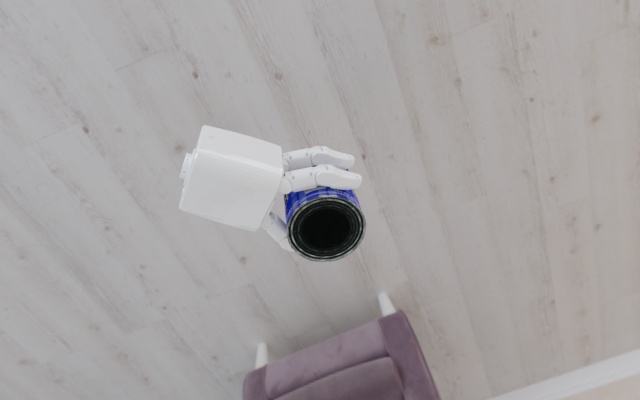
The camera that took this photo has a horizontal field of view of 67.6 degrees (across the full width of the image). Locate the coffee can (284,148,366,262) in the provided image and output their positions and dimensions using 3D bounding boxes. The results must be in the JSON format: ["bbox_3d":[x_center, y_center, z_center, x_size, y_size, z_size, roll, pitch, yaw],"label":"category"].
[{"bbox_3d":[0.000,0.002,0.663,0.103,0.103,0.140,0,31,-8],"label":"coffee can"}]
